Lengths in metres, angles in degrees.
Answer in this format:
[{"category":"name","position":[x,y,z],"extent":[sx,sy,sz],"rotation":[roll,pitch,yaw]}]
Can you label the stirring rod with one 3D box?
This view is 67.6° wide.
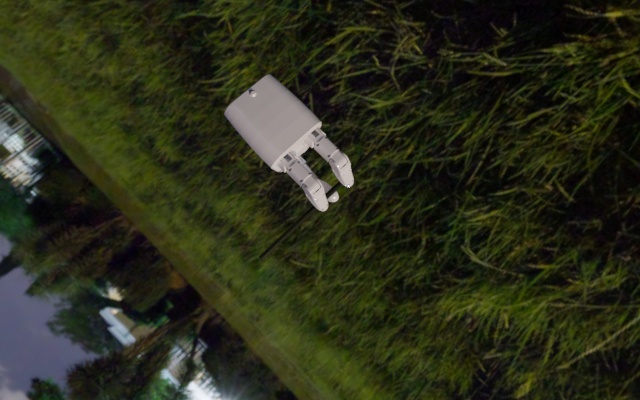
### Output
[{"category":"stirring rod","position":[0.000,0.002,0.702],"extent":[0.239,0.011,0.011],"rotation":[-43,14,-16]}]
